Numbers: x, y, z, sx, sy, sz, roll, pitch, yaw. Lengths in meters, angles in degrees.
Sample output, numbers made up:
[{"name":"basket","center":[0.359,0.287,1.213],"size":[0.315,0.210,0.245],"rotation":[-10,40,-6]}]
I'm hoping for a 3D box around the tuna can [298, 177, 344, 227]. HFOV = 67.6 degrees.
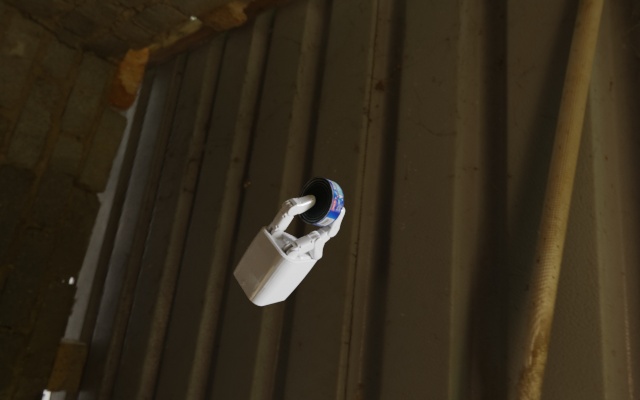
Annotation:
[{"name":"tuna can","center":[0.001,0.003,0.853],"size":[0.086,0.086,0.034],"rotation":[0,-13,44]}]
